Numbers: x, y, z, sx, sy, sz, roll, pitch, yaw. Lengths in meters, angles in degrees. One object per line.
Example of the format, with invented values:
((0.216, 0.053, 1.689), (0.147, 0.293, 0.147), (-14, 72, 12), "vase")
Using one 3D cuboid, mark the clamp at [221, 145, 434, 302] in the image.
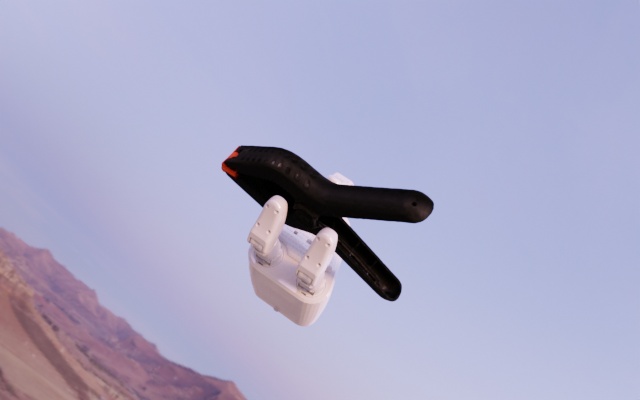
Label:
((0.000, 0.001, 0.429), (0.210, 0.036, 0.165), (33, -30, 12), "clamp")
